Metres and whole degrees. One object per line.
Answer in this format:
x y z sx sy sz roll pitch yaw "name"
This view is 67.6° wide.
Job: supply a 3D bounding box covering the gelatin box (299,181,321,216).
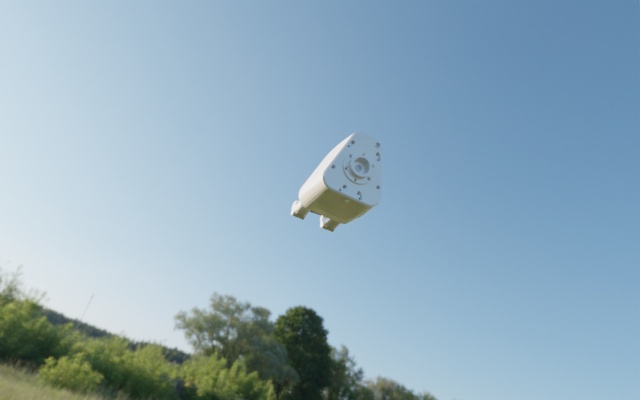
0.000 0.002 0.836 0.073 0.030 0.089 19 -16 0 "gelatin box"
